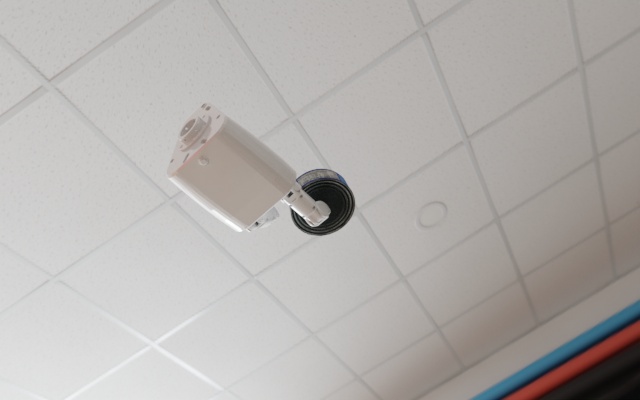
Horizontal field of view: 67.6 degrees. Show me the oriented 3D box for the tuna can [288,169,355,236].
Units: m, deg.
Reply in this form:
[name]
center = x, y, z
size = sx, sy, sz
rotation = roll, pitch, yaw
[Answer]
[tuna can]
center = 0.000, 0.002, 0.626
size = 0.086, 0.086, 0.033
rotation = 0, 30, -15
